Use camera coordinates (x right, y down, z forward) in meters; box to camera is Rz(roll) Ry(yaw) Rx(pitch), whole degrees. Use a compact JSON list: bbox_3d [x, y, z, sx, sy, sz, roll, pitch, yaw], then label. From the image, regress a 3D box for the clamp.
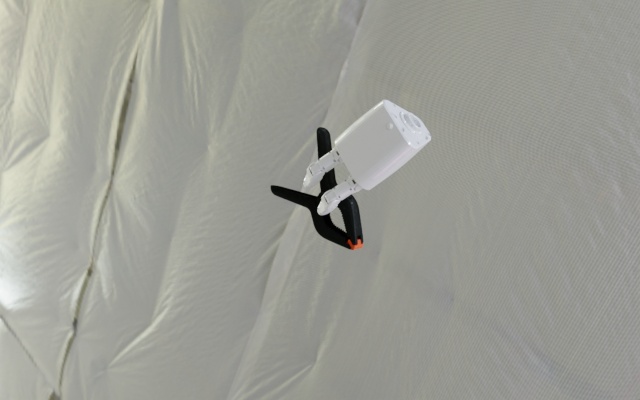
[{"bbox_3d":[0.001,0.003,0.829,0.165,0.210,0.036,-40,-20,34],"label":"clamp"}]
